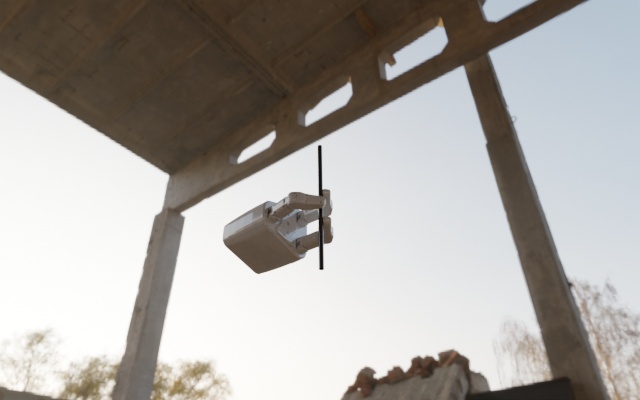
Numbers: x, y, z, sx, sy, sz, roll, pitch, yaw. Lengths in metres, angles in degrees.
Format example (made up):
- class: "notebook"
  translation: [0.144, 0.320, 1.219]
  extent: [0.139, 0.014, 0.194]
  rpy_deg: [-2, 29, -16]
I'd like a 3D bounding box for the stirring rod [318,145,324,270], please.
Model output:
- class: "stirring rod"
  translation: [0.000, 0.003, 0.765]
  extent: [0.011, 0.239, 0.011]
  rpy_deg: [-1, -36, 0]
